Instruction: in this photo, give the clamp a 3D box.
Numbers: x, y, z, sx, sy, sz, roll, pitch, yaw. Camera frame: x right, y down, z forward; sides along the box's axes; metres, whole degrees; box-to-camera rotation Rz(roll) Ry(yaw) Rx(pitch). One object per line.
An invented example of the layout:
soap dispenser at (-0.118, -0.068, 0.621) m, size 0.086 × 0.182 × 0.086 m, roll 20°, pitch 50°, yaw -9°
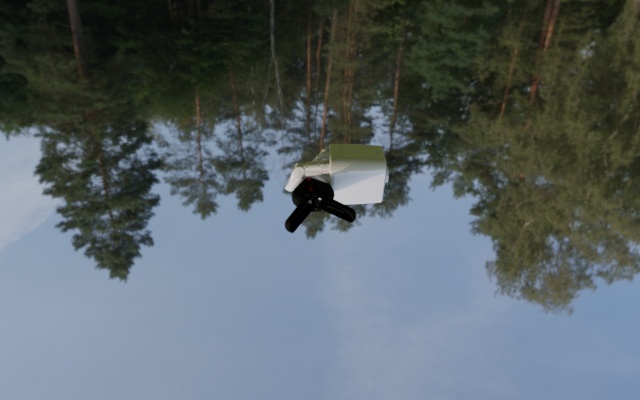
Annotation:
clamp at (0.000, 0.003, 0.859) m, size 0.120 × 0.039 × 0.171 m, roll 0°, pitch 30°, yaw 0°
